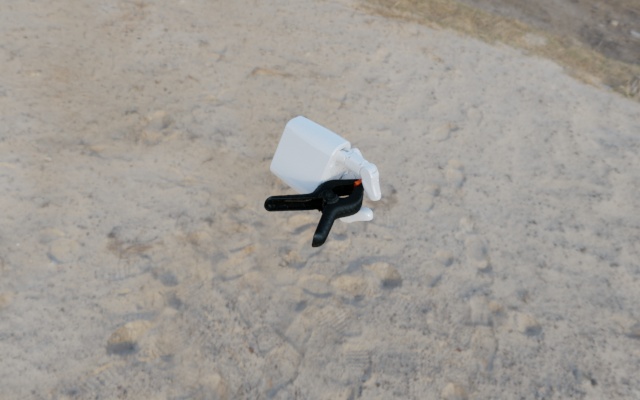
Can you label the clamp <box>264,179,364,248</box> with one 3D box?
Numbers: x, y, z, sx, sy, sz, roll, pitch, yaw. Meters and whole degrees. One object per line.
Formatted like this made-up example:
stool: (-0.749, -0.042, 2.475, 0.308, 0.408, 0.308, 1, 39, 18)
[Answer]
clamp: (0.000, 0.002, 0.744, 0.120, 0.039, 0.171, 34, 41, 22)
